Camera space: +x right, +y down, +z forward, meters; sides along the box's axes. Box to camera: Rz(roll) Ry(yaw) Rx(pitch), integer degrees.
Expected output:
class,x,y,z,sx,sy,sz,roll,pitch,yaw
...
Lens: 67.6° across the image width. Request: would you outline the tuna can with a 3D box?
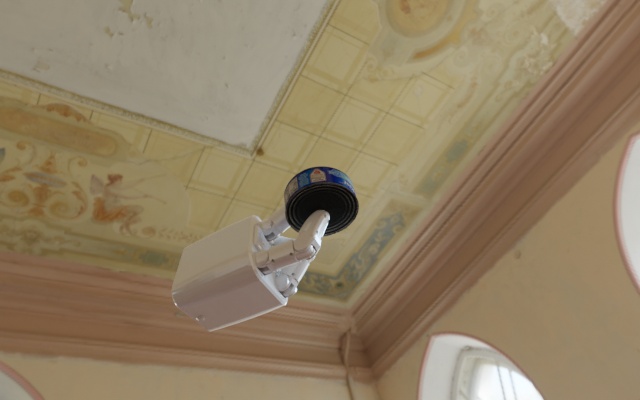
class,x,y,z,sx,sy,sz,roll,pitch,yaw
tuna can,0.000,0.001,0.562,0.086,0.086,0.033,0,43,-10
